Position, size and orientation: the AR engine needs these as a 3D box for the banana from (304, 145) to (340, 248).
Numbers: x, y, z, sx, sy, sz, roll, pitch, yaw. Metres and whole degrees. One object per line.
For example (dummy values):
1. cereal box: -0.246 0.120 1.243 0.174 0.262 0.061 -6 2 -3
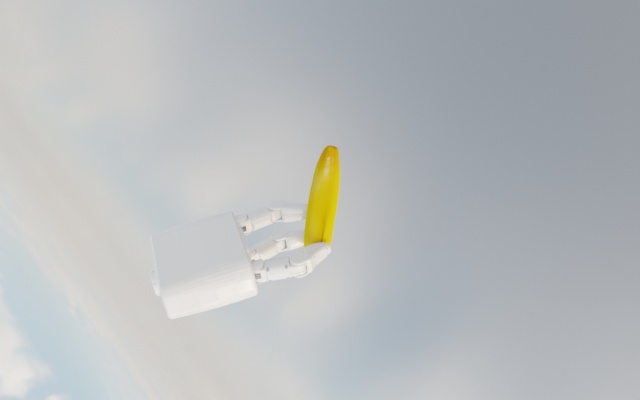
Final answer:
1. banana: -0.001 0.019 0.607 0.037 0.069 0.198 4 -38 -3
